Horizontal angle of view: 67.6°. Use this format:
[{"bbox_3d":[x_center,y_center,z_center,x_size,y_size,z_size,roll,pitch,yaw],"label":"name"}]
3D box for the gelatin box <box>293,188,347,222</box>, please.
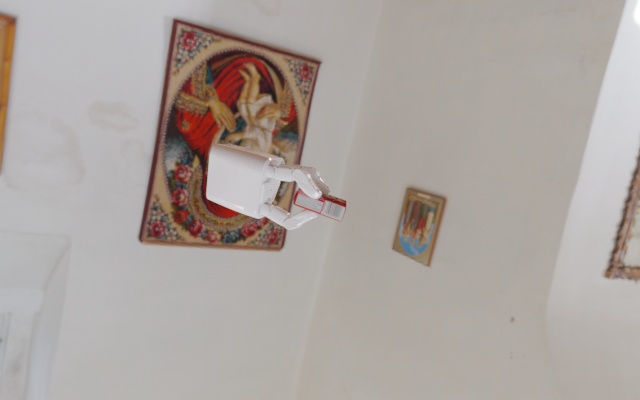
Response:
[{"bbox_3d":[0.000,0.003,0.828,0.089,0.030,0.073,20,9,0],"label":"gelatin box"}]
